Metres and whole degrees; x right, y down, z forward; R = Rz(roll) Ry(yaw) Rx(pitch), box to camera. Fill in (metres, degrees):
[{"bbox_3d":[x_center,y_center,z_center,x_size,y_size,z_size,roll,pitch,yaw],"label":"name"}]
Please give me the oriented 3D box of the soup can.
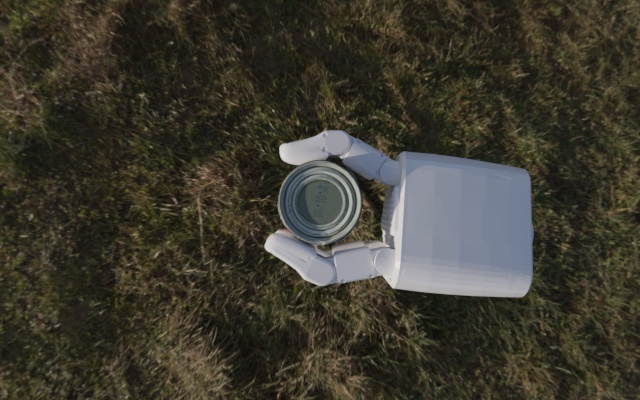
[{"bbox_3d":[0.000,0.001,0.415,0.068,0.068,0.102,0,0,0],"label":"soup can"}]
